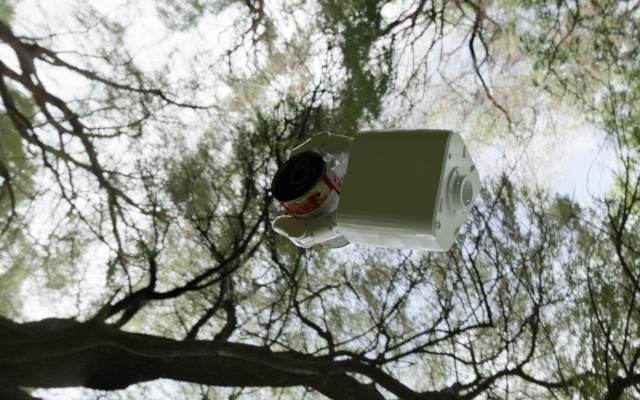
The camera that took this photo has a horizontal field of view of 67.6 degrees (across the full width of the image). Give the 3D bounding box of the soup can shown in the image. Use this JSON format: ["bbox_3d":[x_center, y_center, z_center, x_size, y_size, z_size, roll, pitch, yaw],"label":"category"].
[{"bbox_3d":[0.000,0.002,0.543,0.068,0.068,0.102,0,-34,38],"label":"soup can"}]
